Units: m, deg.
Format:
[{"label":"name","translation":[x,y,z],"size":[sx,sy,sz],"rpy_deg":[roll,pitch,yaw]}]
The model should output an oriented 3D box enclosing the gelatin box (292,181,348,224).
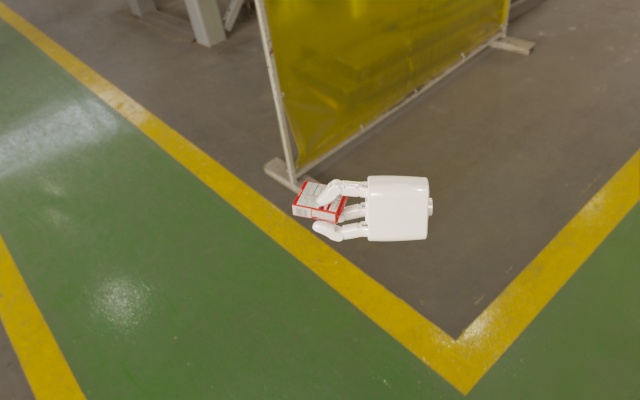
[{"label":"gelatin box","translation":[0.000,0.003,0.898],"size":[0.089,0.030,0.073],"rpy_deg":[11,44,14]}]
